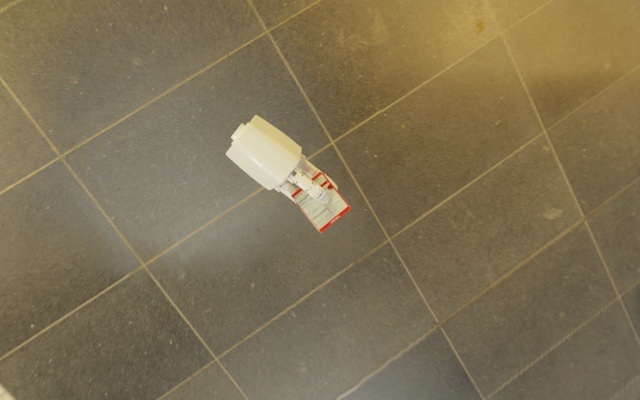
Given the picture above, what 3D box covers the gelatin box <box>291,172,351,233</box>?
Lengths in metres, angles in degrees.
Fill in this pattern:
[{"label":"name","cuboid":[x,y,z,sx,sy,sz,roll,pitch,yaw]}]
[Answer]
[{"label":"gelatin box","cuboid":[0.000,0.003,0.881,0.073,0.089,0.030,-40,7,-3]}]
